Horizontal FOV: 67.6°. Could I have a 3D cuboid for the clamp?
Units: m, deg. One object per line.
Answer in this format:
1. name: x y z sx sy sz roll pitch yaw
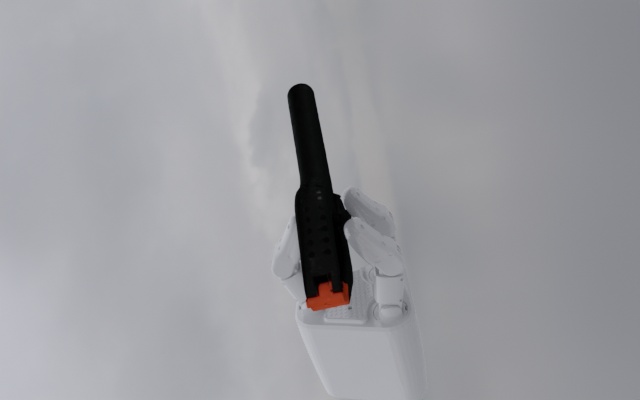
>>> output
1. clamp: -0.001 0.002 0.403 0.036 0.165 0.209 -14 28 9
